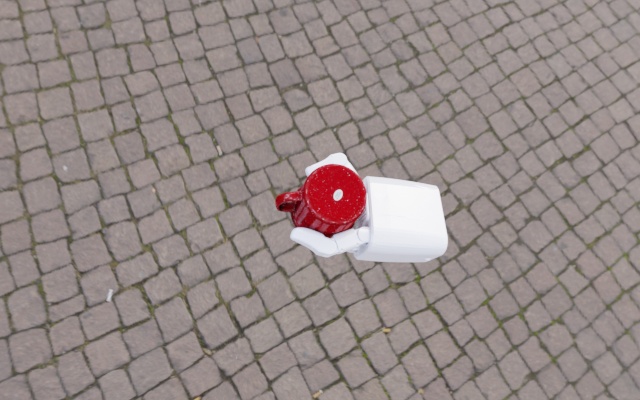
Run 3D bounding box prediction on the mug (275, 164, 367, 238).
[{"bbox_3d":[-0.001,0.002,0.619,0.117,0.093,0.081,4,-19,-10],"label":"mug"}]
